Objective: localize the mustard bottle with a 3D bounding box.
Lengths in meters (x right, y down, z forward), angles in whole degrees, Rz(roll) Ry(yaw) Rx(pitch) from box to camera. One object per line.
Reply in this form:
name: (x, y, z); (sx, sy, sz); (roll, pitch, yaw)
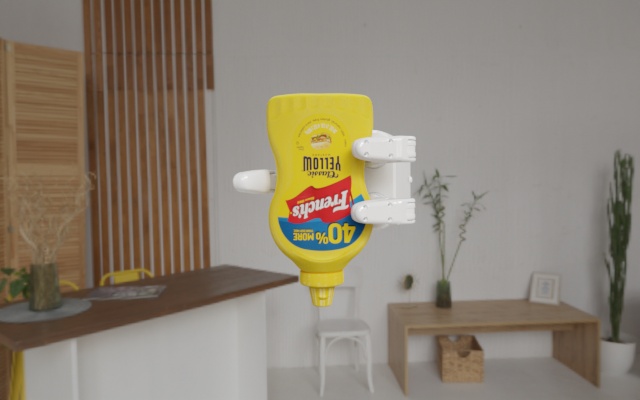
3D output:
mustard bottle: (0.000, 0.001, 0.440); (0.096, 0.191, 0.058); (-1, 3, -4)
